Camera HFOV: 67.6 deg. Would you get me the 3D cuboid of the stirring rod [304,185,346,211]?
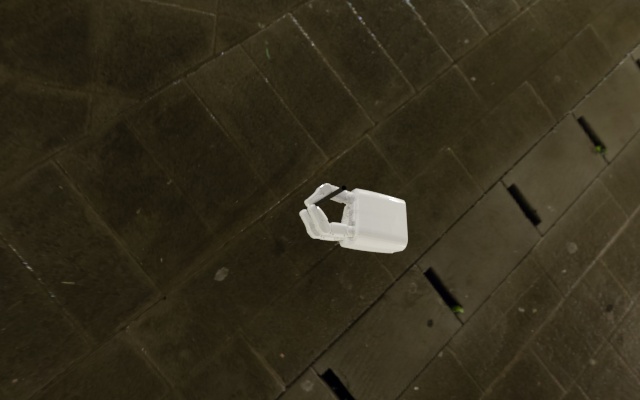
[{"bbox_3d":[0.000,0.003,0.845,0.011,0.011,0.239,0,-11,-18],"label":"stirring rod"}]
